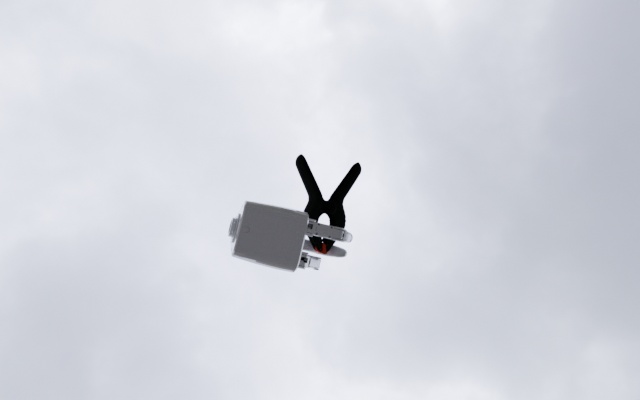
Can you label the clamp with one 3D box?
[{"bbox_3d":[0.000,0.003,0.820,0.120,0.171,0.039,15,-7,-14],"label":"clamp"}]
